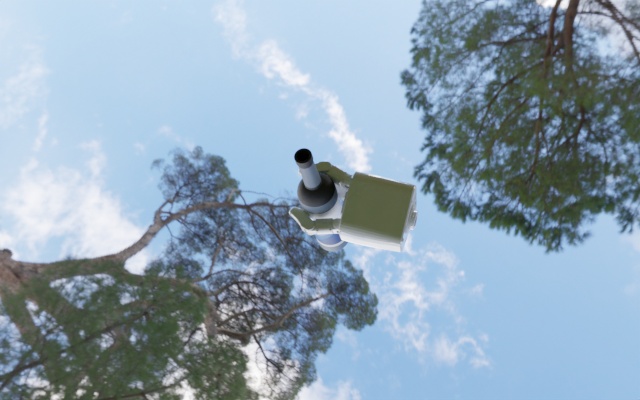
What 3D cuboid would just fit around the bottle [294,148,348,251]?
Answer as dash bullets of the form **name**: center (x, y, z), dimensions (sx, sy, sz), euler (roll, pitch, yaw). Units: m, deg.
- **bottle**: center (0.000, 0.003, 0.834), dimensions (0.069, 0.069, 0.296), euler (0, -28, 12)
